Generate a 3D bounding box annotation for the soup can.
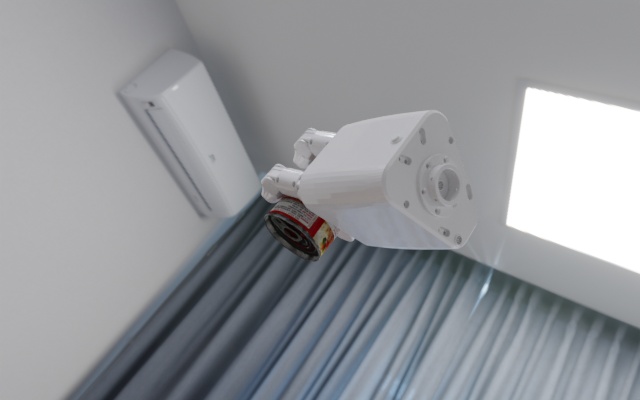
[{"bbox_3d":[0.000,0.001,0.488,0.068,0.102,0.068,31,-26,17],"label":"soup can"}]
